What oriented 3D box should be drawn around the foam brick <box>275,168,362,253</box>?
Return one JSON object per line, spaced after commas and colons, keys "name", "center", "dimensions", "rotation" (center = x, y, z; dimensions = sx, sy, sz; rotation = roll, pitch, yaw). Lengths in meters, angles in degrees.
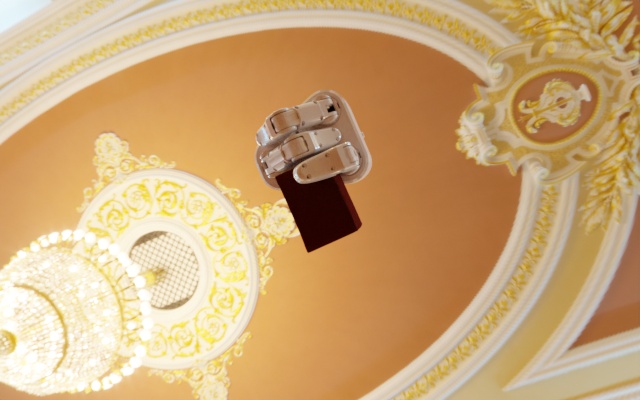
{"name": "foam brick", "center": [0.000, 0.002, 0.455], "dimensions": [0.053, 0.078, 0.051], "rotation": [-23, -1, 10]}
